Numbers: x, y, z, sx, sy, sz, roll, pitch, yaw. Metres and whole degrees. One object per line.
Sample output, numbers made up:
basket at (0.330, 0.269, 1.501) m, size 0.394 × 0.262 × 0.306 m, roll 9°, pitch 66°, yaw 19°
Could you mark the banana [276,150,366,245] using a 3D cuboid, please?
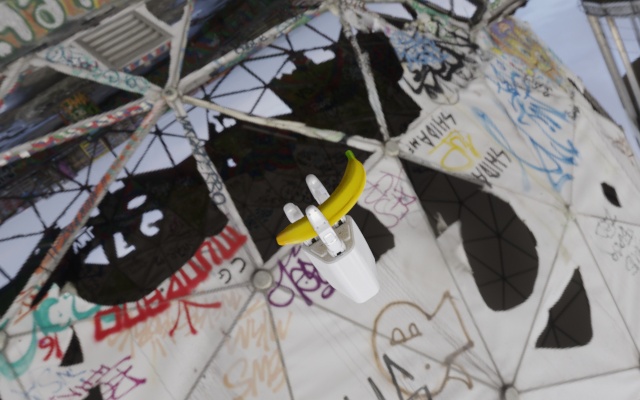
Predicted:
banana at (0.015, 0.005, 0.750) m, size 0.069 × 0.197 × 0.037 m, roll 21°, pitch -27°, yaw 44°
